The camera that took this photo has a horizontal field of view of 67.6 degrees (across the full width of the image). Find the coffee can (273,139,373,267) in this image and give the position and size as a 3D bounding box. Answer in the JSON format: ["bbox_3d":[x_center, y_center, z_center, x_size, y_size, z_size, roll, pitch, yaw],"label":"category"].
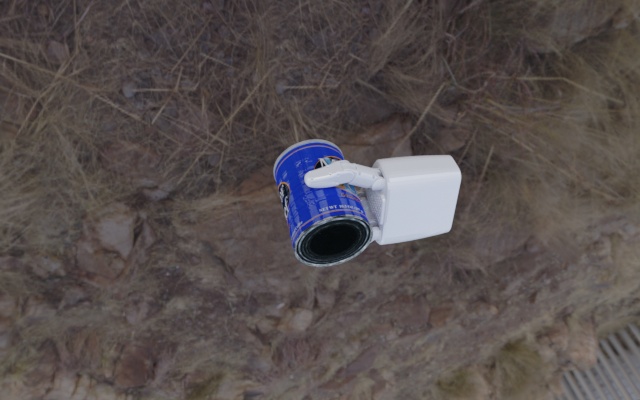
[{"bbox_3d":[0.000,0.002,0.639,0.103,0.140,0.103,-11,-40,-9],"label":"coffee can"}]
